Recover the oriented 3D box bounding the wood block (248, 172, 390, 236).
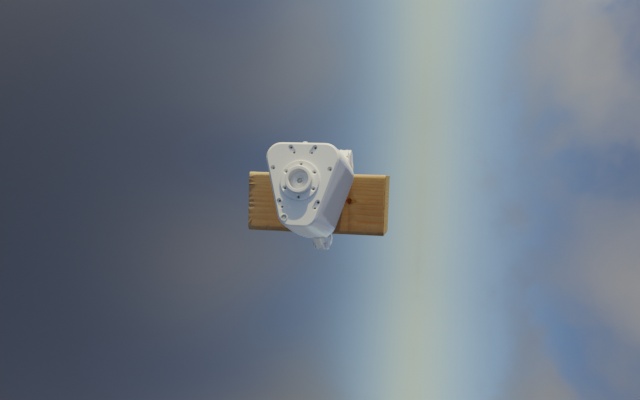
[{"bbox_3d":[0.000,0.003,0.746,0.206,0.091,0.090,3,3,12],"label":"wood block"}]
